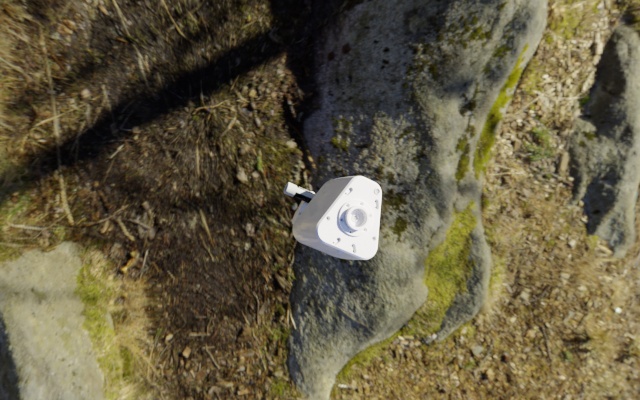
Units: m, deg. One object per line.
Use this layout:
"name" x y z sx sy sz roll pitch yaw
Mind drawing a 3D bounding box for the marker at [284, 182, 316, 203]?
"marker" 0.000 0.002 0.754 0.121 0.020 0.020 23 -7 -16
